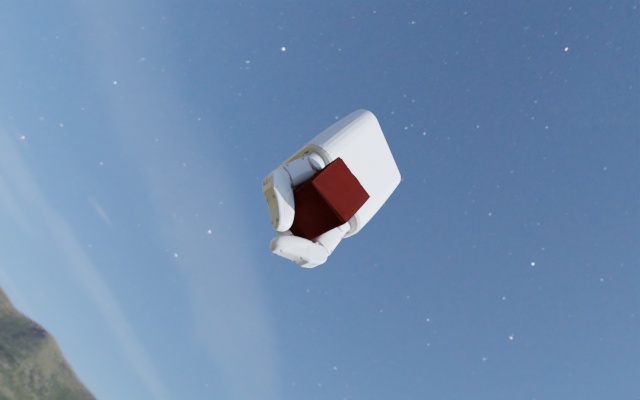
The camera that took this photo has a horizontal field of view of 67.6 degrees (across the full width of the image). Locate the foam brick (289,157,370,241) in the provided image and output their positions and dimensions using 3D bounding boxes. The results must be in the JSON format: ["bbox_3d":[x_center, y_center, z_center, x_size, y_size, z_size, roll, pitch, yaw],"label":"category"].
[{"bbox_3d":[0.000,0.002,0.480,0.051,0.053,0.078,-42,8,-39],"label":"foam brick"}]
